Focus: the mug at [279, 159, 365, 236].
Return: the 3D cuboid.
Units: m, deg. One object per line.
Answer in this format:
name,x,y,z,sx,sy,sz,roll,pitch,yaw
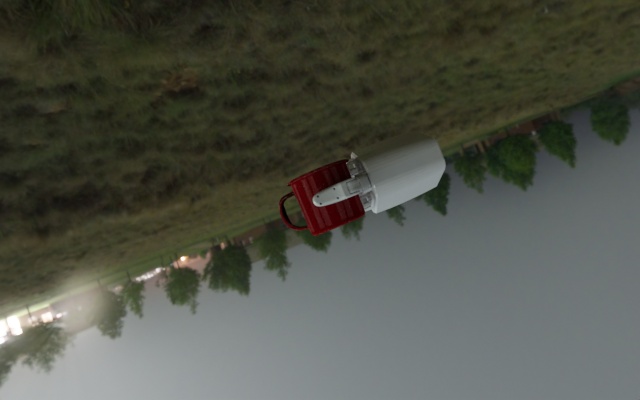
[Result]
mug,-0.001,0.003,0.663,0.117,0.081,0.093,-22,-2,0
